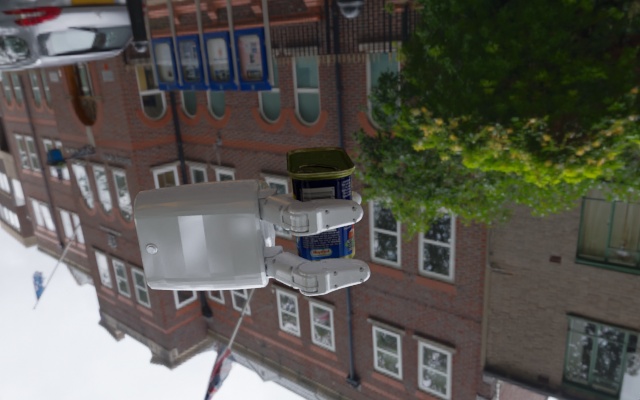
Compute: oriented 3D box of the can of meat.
[{"bbox_3d":[0.000,0.002,0.444,0.057,0.084,0.102,-4,18,-4],"label":"can of meat"}]
